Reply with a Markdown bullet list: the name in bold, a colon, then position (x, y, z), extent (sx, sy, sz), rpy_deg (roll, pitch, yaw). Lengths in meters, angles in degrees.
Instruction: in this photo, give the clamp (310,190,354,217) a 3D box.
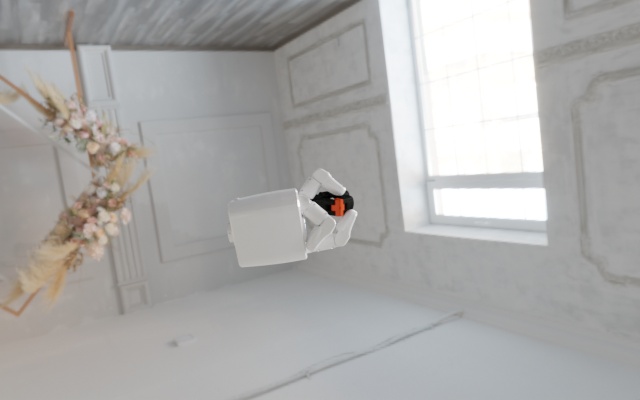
- **clamp**: position (0.000, 0.003, 0.820), extent (0.120, 0.039, 0.171), rpy_deg (-9, 5, -3)
